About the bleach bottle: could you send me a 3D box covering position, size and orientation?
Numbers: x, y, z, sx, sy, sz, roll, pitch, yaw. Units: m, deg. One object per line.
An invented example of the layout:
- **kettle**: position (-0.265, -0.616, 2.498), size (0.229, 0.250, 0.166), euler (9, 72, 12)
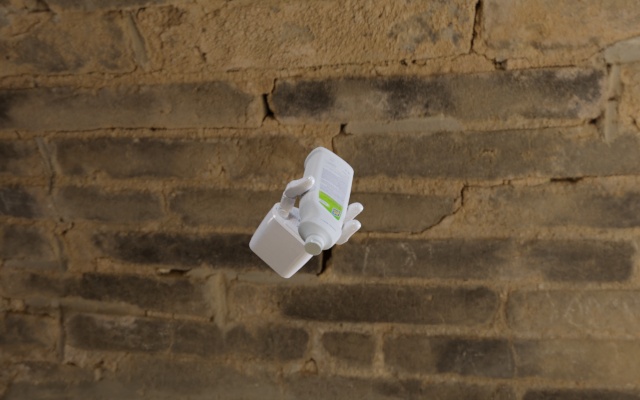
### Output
- **bleach bottle**: position (0.000, 0.003, 0.879), size (0.102, 0.068, 0.250), euler (33, 34, -12)
